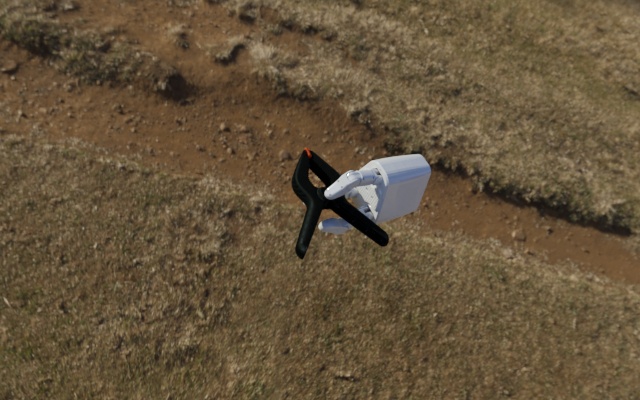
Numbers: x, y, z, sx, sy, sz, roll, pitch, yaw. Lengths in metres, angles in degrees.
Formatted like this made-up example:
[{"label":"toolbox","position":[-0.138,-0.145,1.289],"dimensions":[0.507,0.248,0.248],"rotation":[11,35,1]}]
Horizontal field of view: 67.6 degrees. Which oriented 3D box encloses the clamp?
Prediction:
[{"label":"clamp","position":[0.000,0.002,0.779],"dimensions":[0.164,0.210,0.036],"rotation":[-12,-31,-33]}]
